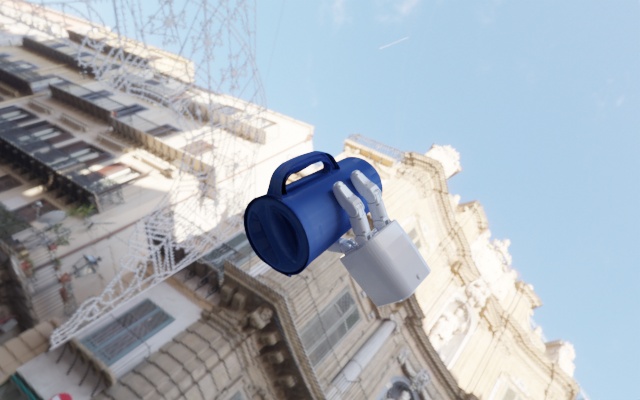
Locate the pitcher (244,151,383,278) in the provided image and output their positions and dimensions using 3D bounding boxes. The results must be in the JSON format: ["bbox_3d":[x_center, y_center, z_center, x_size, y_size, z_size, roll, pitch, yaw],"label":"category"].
[{"bbox_3d":[0.000,0.003,0.793,0.242,0.145,0.149,-32,-7,-45],"label":"pitcher"}]
